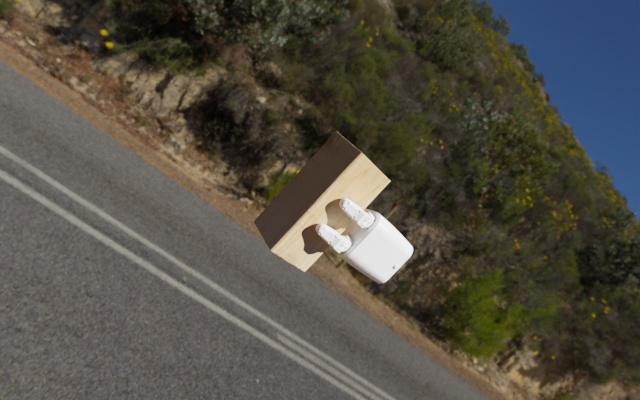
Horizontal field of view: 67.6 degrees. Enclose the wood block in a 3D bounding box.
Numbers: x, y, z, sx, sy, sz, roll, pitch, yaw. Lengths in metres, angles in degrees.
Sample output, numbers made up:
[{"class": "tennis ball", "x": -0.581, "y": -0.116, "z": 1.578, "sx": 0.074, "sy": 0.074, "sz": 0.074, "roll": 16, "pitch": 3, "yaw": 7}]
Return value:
[{"class": "wood block", "x": 0.000, "y": 0.003, "z": 0.787, "sx": 0.090, "sy": 0.206, "sz": 0.090, "roll": 38, "pitch": 7, "yaw": -39}]
